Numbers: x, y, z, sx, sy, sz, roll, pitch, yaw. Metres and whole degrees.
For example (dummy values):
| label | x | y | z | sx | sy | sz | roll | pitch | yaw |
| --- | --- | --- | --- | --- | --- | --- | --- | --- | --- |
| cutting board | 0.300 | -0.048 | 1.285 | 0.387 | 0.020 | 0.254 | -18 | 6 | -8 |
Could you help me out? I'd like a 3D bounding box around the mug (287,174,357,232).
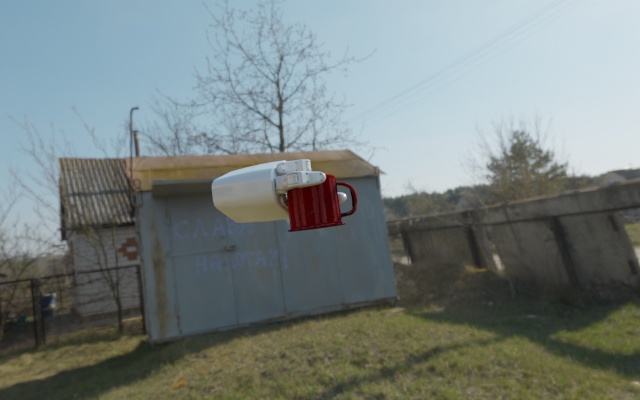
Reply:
| label | x | y | z | sx | sy | sz | roll | pitch | yaw |
| --- | --- | --- | --- | --- | --- | --- | --- | --- | --- |
| mug | 0.001 | 0.002 | 0.761 | 0.117 | 0.081 | 0.093 | -8 | -4 | 12 |
